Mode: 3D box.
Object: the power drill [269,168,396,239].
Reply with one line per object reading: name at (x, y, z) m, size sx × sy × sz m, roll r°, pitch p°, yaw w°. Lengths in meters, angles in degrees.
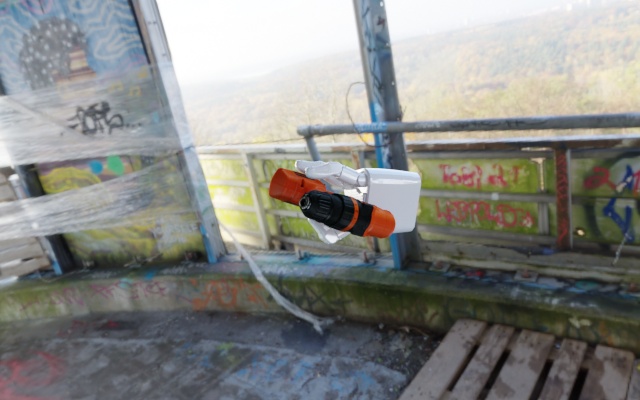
power drill at (0.000, 0.002, 0.742) m, size 0.184 × 0.057 × 0.187 m, roll 19°, pitch 6°, yaw -43°
